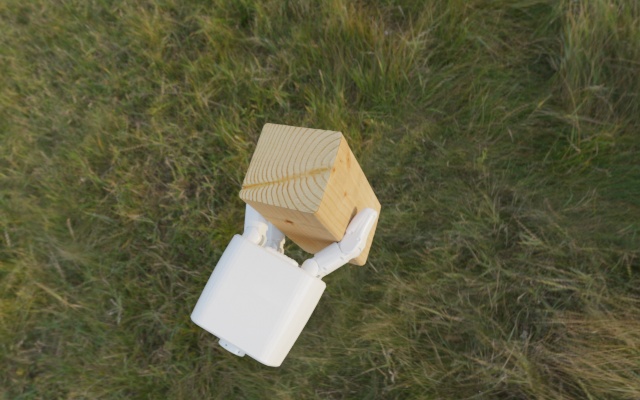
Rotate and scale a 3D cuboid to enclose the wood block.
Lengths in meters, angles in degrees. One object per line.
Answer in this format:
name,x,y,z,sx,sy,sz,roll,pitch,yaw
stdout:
wood block,0.000,0.002,0.567,0.091,0.090,0.206,11,-17,22
